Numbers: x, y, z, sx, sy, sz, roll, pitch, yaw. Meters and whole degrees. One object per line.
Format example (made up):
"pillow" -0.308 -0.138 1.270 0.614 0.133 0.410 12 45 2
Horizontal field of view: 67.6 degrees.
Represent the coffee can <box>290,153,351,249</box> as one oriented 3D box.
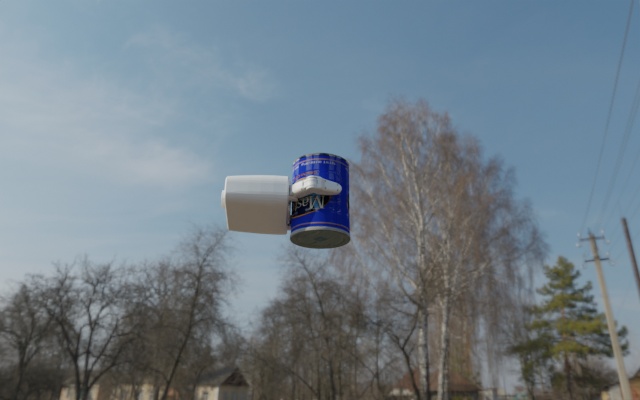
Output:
"coffee can" 0.000 0.003 0.832 0.103 0.140 0.103 1 -23 0
